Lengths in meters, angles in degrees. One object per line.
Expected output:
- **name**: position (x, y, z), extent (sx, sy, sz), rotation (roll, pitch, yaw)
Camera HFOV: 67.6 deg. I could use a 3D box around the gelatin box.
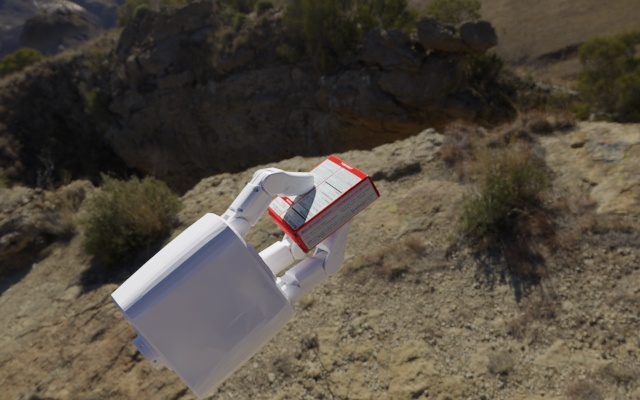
- **gelatin box**: position (0.000, 0.001, 0.454), extent (0.089, 0.030, 0.073), rotation (-38, 32, -9)
